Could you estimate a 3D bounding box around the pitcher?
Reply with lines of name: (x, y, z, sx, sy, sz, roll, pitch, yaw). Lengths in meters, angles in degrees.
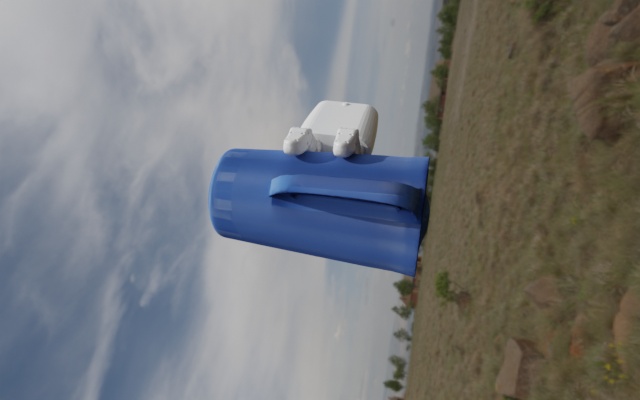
pitcher: (0.000, 0.002, 0.540, 0.243, 0.149, 0.145, 7, 36, 11)
